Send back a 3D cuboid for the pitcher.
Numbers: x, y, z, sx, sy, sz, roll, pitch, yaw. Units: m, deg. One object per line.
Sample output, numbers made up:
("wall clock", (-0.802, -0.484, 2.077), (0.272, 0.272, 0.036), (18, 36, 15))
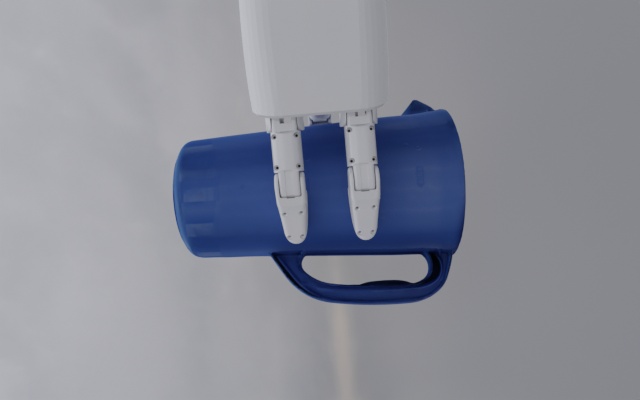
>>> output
("pitcher", (0.000, 0.001, 0.434), (0.243, 0.145, 0.149), (-4, 29, 1))
